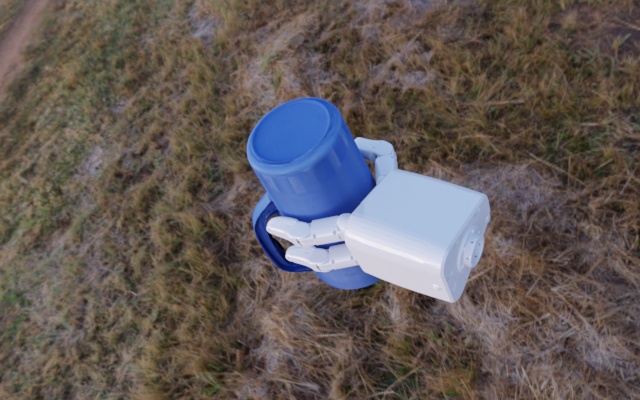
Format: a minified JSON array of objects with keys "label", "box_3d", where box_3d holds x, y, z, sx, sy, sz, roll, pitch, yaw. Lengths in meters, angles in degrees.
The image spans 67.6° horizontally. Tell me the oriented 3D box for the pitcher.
[{"label":"pitcher","box_3d":[0.000,0.002,0.578,0.145,0.149,0.243,17,-27,34]}]
